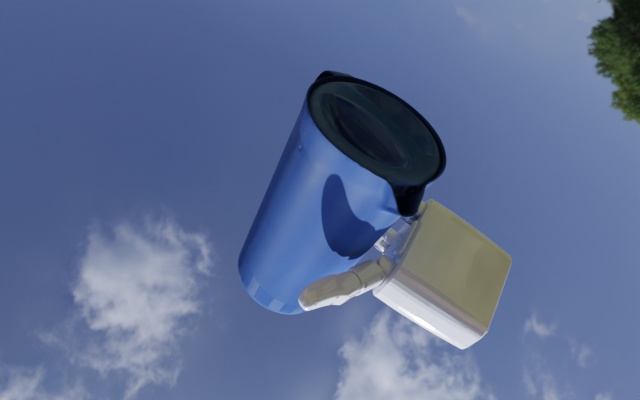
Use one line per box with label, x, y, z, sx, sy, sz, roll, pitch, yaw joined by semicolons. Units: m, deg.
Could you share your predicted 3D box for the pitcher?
pitcher;0.000;0.002;0.481;0.145;0.243;0.149;34;40;1
